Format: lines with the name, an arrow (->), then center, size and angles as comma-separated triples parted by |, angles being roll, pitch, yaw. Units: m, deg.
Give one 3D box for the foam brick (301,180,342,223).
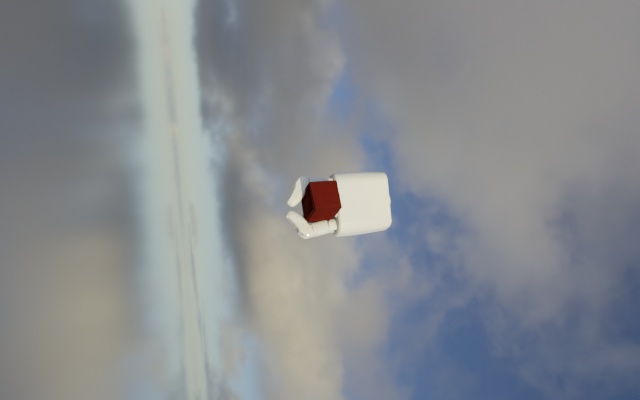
foam brick -> 0.000, 0.003, 0.850 | 0.051, 0.053, 0.078 | -4, -19, -16
